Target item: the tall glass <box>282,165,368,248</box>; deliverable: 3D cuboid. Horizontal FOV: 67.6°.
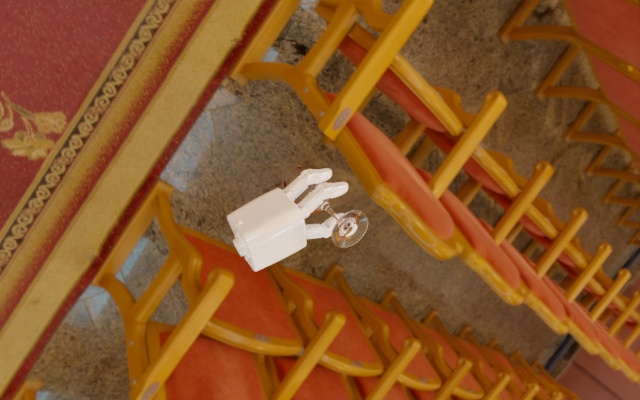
[{"bbox_3d":[0.001,0.003,0.883,0.079,0.079,0.201,0,28,-35],"label":"tall glass"}]
